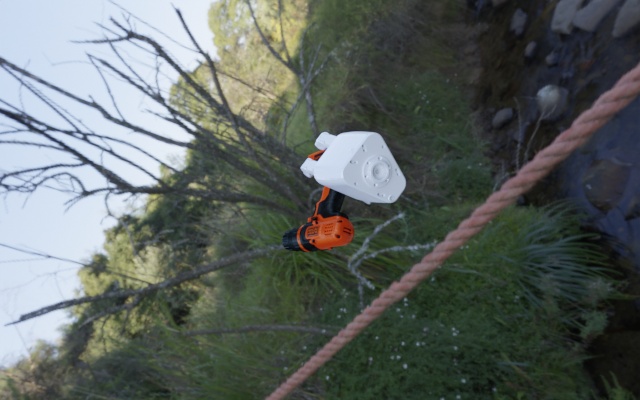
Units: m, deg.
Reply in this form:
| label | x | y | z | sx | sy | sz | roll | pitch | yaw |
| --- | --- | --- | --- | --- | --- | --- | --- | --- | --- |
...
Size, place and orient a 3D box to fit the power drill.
| label | x | y | z | sx | sy | sz | roll | pitch | yaw |
| --- | --- | --- | --- | --- | --- | --- | --- | --- | --- |
| power drill | 0.000 | 0.002 | 0.882 | 0.057 | 0.187 | 0.184 | 21 | -21 | -35 |
